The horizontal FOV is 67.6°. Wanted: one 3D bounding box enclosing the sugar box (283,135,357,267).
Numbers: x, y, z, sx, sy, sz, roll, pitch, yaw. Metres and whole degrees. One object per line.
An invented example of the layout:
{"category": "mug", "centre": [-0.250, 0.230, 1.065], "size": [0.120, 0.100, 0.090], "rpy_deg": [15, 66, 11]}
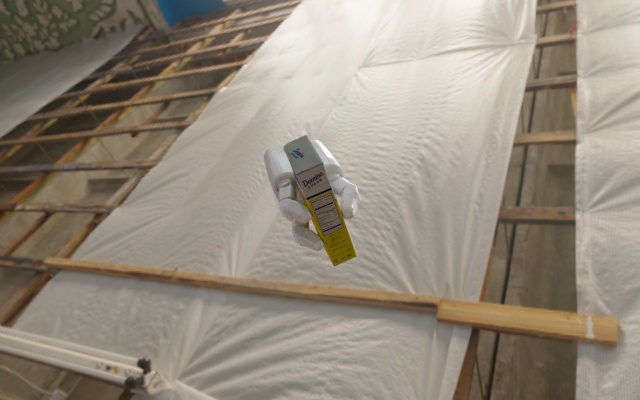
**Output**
{"category": "sugar box", "centre": [0.000, 0.003, 0.695], "size": [0.048, 0.176, 0.093], "rpy_deg": [-25, 35, -1]}
